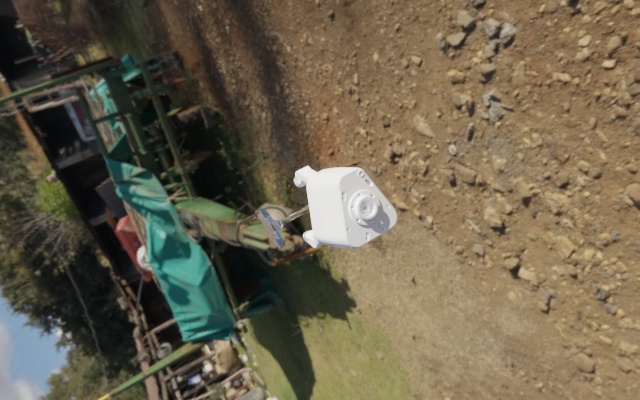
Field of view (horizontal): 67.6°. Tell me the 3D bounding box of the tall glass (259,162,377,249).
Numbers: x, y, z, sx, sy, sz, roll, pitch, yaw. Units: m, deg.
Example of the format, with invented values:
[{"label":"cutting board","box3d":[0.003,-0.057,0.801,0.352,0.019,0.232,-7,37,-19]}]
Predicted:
[{"label":"tall glass","box3d":[-0.001,0.003,0.821,0.201,0.079,0.079,-28,11,-21]}]
